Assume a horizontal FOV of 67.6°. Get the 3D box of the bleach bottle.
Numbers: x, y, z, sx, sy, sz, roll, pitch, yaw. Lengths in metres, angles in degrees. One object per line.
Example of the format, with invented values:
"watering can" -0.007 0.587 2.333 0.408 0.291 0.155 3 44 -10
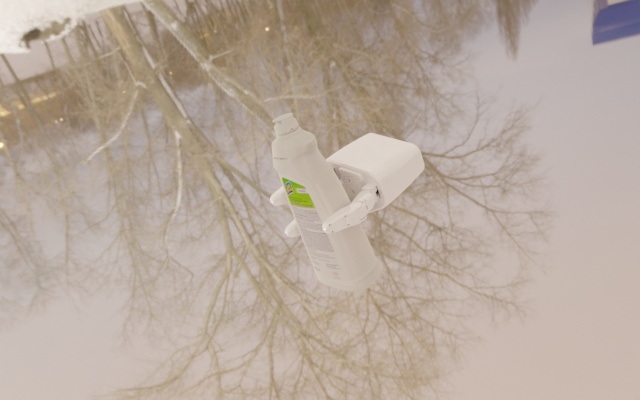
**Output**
"bleach bottle" 0.000 0.002 0.651 0.102 0.251 0.068 4 33 47
